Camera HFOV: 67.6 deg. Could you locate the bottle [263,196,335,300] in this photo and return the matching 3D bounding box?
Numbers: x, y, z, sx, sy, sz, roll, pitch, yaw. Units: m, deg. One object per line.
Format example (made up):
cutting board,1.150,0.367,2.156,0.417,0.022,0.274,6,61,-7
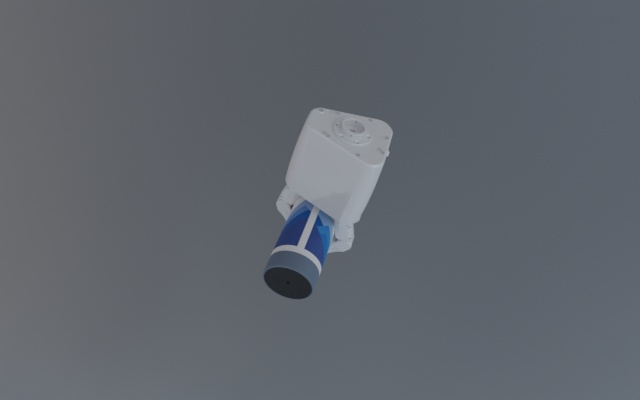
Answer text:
bottle,0.000,0.002,0.683,0.069,0.069,0.295,0,42,22
